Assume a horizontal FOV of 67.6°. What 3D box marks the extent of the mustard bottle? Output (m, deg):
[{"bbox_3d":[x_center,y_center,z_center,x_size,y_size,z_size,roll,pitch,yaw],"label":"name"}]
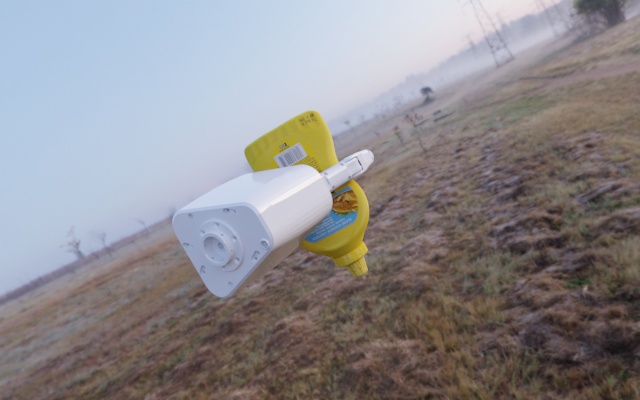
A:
[{"bbox_3d":[0.000,0.001,0.542,0.096,0.191,0.058,-29,4,9],"label":"mustard bottle"}]
